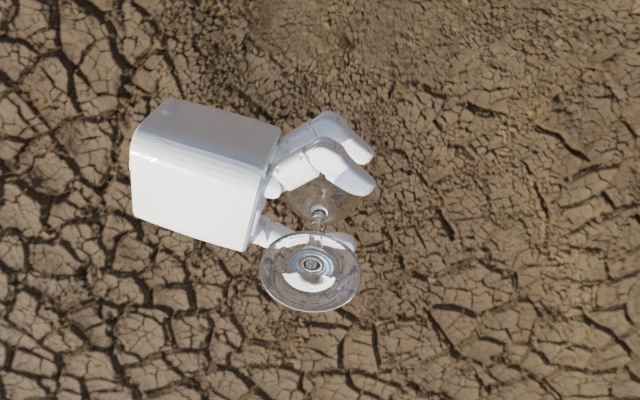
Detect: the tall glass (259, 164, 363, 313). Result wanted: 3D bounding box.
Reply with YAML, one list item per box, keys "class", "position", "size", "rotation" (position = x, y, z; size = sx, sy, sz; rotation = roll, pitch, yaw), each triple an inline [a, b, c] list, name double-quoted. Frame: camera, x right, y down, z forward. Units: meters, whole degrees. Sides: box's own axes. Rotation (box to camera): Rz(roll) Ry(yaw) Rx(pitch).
- class: "tall glass"
  position: [0.000, 0.002, 0.425]
  size: [0.079, 0.079, 0.201]
  rotation: [0, 31, 6]
